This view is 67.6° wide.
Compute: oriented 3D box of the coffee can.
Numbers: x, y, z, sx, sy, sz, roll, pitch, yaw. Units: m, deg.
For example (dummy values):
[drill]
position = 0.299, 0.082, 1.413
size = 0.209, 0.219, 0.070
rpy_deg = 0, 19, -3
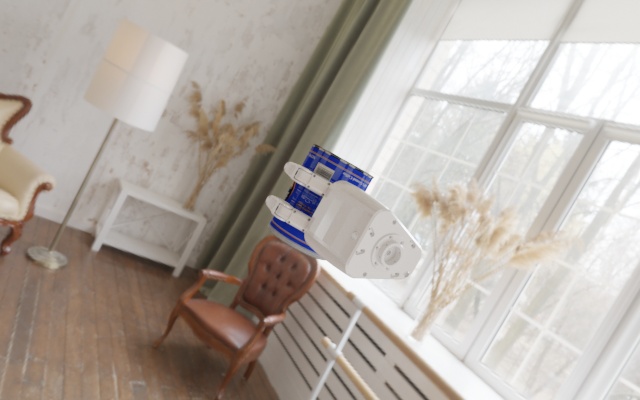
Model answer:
[coffee can]
position = 0.000, 0.002, 0.702
size = 0.103, 0.140, 0.103
rpy_deg = 29, 4, -2
